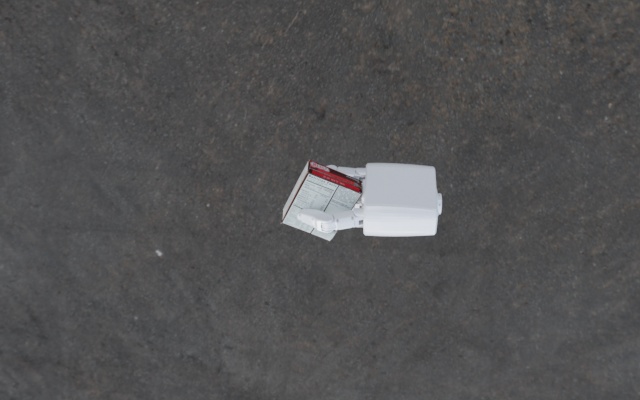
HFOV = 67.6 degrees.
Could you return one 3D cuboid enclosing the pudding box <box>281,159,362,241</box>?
[{"bbox_3d":[0.000,0.003,0.732,0.090,0.113,0.039,22,34,-12],"label":"pudding box"}]
